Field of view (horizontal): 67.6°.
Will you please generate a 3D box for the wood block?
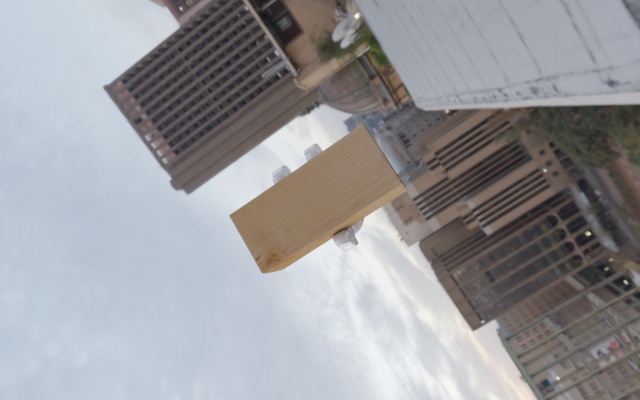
[{"bbox_3d":[0.000,0.002,0.626,0.206,0.091,0.090,-34,-12,10],"label":"wood block"}]
